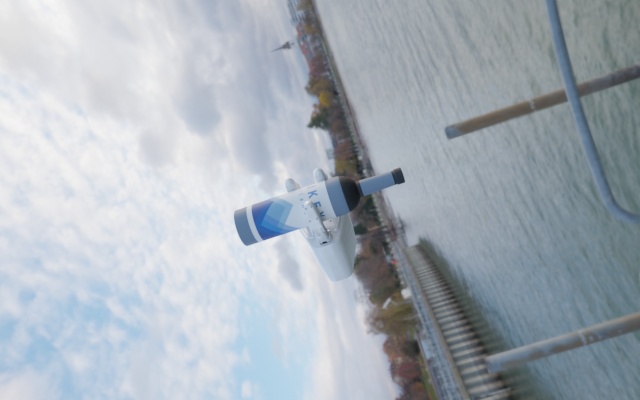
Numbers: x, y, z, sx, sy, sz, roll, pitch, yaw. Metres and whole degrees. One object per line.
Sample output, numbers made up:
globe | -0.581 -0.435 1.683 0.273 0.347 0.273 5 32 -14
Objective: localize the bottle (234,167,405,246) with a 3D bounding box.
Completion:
bottle | 0.000 0.003 0.822 0.296 0.069 0.069 -18 -2 6
